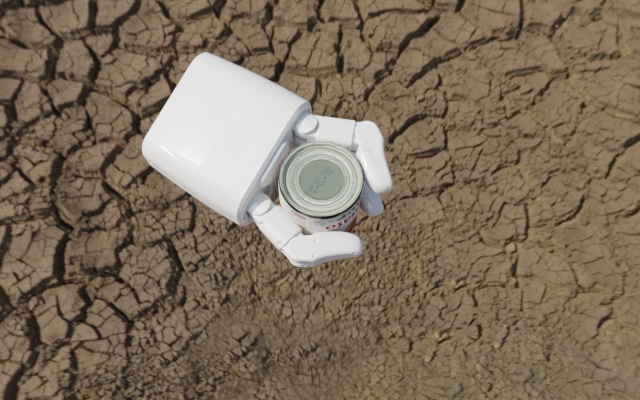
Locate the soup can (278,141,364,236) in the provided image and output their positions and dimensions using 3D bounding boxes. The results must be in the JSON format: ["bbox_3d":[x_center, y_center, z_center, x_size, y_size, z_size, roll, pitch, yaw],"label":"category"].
[{"bbox_3d":[0.000,0.002,0.412,0.068,0.068,0.102,0,-23,-1],"label":"soup can"}]
